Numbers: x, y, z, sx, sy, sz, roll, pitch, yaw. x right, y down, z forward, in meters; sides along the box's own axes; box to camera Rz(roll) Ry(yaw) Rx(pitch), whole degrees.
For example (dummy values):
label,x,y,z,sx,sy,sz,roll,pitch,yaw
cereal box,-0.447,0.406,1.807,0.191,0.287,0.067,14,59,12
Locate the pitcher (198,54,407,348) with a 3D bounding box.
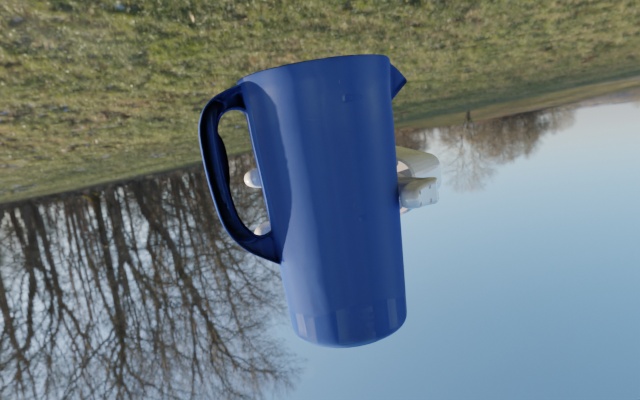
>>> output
label,x,y,z,sx,sy,sz,roll,pitch,yaw
pitcher,0.000,0.001,0.428,0.149,0.243,0.145,-4,9,30
